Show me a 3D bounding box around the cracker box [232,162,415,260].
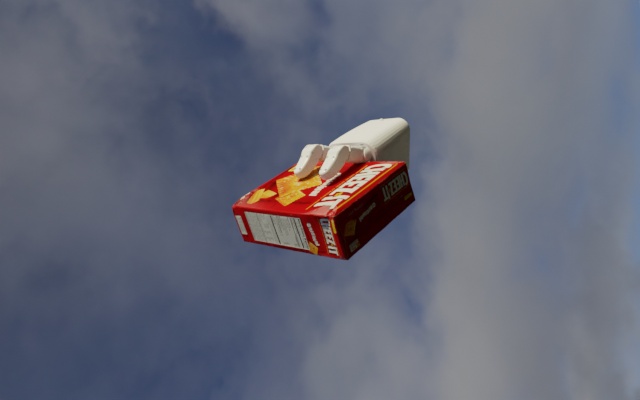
[{"bbox_3d":[0.000,0.002,0.693,0.213,0.072,0.164,4,31,45],"label":"cracker box"}]
